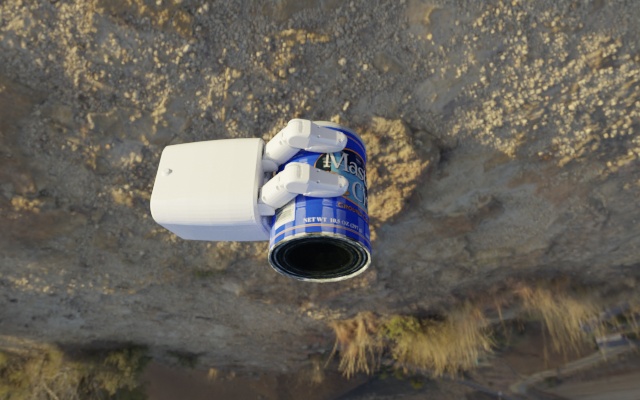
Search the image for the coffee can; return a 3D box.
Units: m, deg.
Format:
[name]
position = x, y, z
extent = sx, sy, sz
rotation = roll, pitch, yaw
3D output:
[coffee can]
position = 0.000, 0.002, 0.509
extent = 0.103, 0.140, 0.103
rotation = 1, -34, 0
